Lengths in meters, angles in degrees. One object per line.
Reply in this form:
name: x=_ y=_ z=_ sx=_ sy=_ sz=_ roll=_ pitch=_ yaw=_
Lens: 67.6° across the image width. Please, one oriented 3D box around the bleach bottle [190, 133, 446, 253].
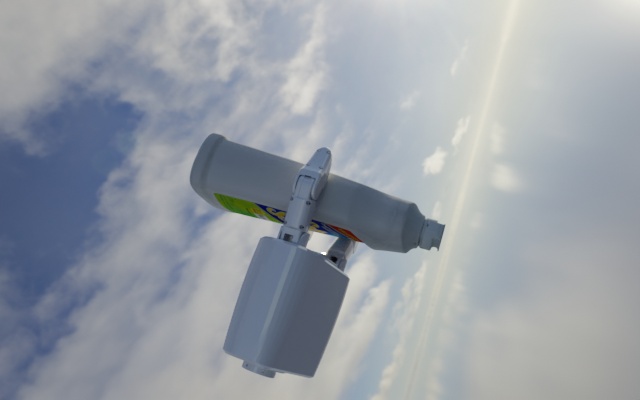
bleach bottle: x=0.000 y=0.002 z=0.490 sx=0.251 sy=0.068 sz=0.103 roll=15 pitch=-16 yaw=16
